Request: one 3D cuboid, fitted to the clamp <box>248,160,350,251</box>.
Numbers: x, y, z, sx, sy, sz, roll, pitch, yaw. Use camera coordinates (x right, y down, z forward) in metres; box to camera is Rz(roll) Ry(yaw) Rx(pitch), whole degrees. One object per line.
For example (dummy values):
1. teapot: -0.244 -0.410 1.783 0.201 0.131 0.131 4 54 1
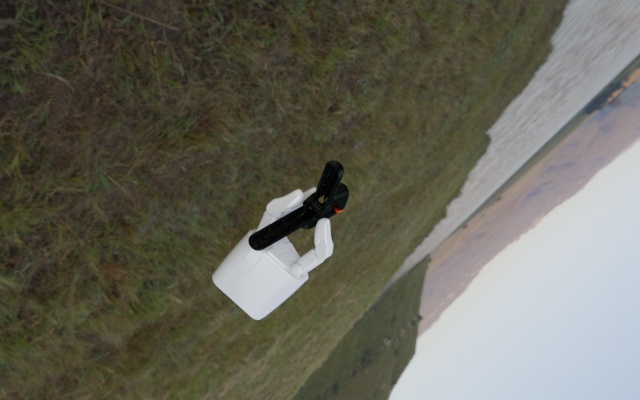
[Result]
1. clamp: 0.001 0.003 0.700 0.164 0.036 0.210 -43 -13 21
